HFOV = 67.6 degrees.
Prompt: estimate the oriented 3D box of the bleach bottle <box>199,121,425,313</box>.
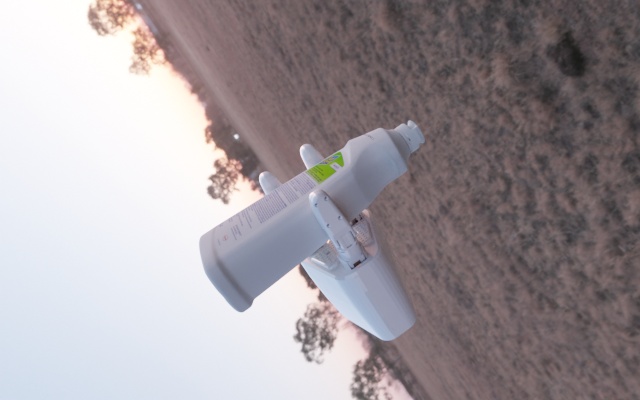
[{"bbox_3d":[0.000,0.002,0.483,0.251,0.068,0.102,-34,26,-4],"label":"bleach bottle"}]
